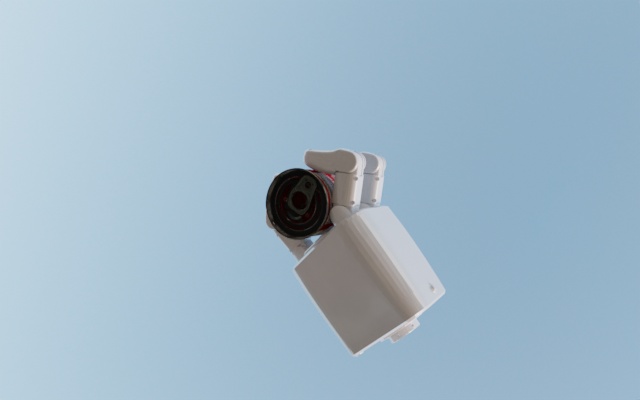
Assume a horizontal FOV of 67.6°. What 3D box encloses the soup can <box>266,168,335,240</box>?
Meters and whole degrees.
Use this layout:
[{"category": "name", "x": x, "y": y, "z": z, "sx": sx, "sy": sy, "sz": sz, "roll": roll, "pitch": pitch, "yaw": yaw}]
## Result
[{"category": "soup can", "x": 0.000, "y": 0.001, "z": 0.493, "sx": 0.068, "sy": 0.068, "sz": 0.102, "roll": 0, "pitch": 2, "yaw": 28}]
